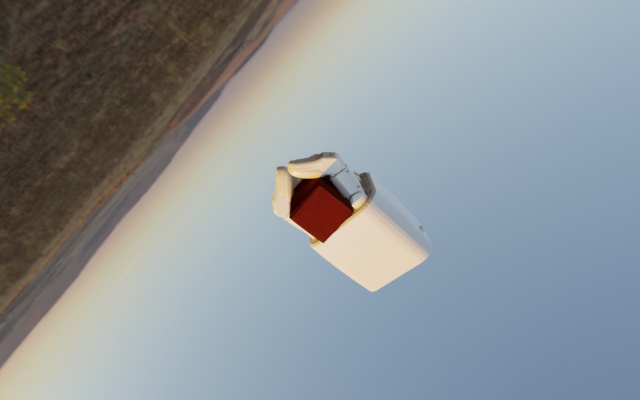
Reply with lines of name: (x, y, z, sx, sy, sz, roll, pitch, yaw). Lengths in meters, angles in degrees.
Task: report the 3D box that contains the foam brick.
foam brick: (0.000, 0.002, 0.551, 0.051, 0.053, 0.078, 40, 16, -16)
